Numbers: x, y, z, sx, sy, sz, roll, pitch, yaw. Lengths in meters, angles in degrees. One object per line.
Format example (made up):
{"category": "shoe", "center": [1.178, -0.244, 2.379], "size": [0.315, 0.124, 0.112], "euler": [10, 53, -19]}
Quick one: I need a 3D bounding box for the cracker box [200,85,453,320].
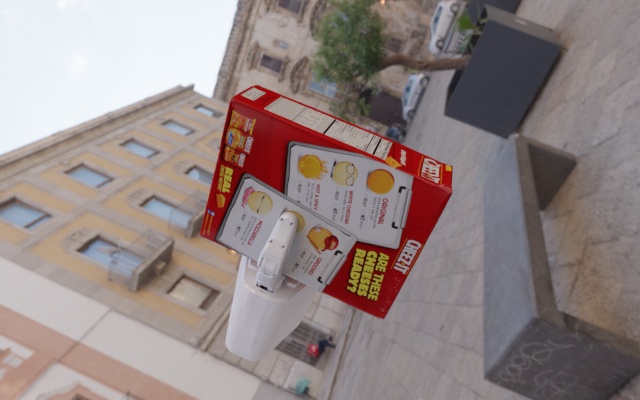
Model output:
{"category": "cracker box", "center": [0.000, 0.002, 0.481], "size": [0.213, 0.164, 0.072], "euler": [23, 31, 4]}
